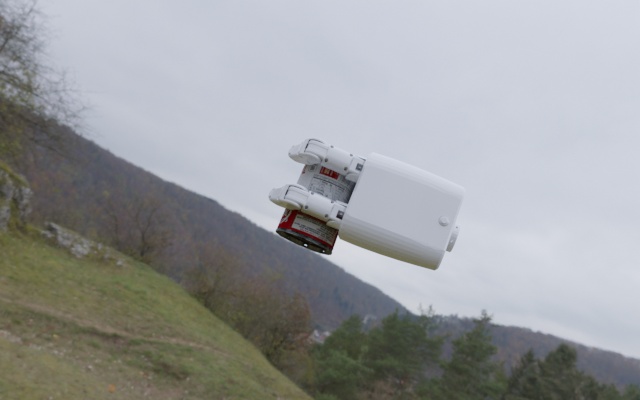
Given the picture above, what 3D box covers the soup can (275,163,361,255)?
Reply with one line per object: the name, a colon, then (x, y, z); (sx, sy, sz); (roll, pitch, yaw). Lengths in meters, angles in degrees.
soup can: (0.000, 0.001, 0.540); (0.068, 0.102, 0.068); (22, -13, 5)
